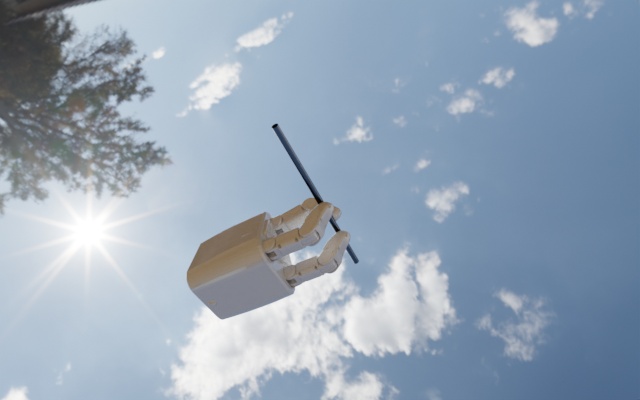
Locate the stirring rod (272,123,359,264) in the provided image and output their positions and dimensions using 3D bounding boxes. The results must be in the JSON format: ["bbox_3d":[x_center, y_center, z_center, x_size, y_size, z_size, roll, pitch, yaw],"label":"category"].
[{"bbox_3d":[0.000,0.002,0.588,0.011,0.011,0.240,0,-43,34],"label":"stirring rod"}]
